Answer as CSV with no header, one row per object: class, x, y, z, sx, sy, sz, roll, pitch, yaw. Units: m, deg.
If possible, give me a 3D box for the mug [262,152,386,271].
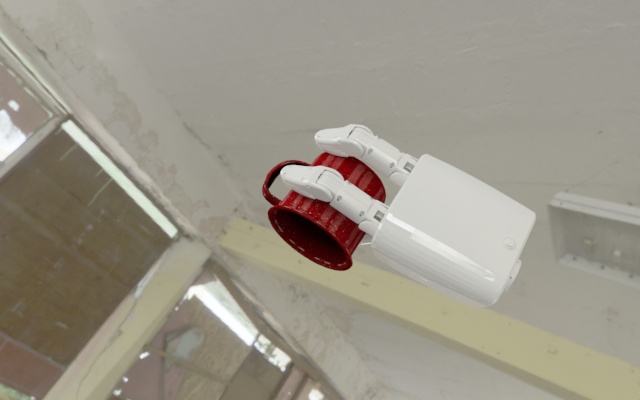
mug,-0.001,0.001,0.461,0.117,0.081,0.093,30,-26,13
